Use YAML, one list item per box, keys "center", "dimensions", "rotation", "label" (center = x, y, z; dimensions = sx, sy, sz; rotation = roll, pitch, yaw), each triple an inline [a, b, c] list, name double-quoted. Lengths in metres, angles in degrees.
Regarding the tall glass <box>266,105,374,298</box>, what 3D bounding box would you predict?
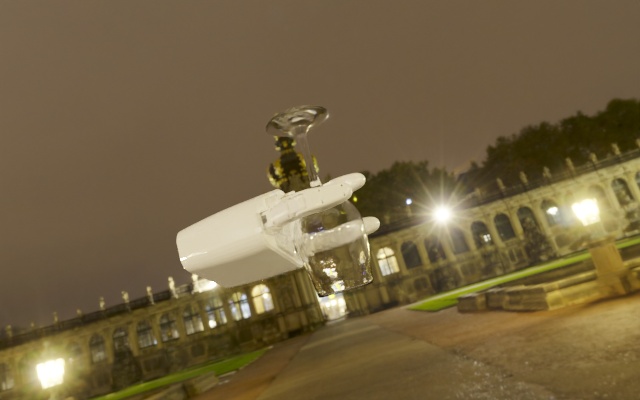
- center: [0.000, 0.001, 0.526]
  dimensions: [0.079, 0.201, 0.079]
  rotation: [-16, -13, -4]
  label: "tall glass"
